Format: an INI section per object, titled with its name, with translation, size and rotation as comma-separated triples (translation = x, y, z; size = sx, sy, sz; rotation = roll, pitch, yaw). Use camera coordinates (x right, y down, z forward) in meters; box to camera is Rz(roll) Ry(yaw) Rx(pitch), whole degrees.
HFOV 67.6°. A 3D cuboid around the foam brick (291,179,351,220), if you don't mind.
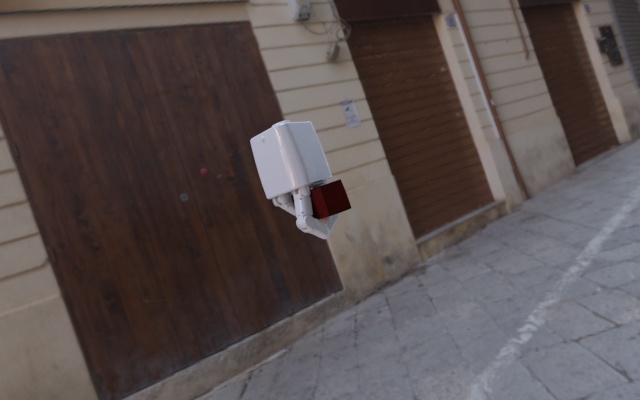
[foam brick]
translation = 0.000, 0.003, 0.784
size = 0.053, 0.051, 0.078
rotation = -19, 1, -44
